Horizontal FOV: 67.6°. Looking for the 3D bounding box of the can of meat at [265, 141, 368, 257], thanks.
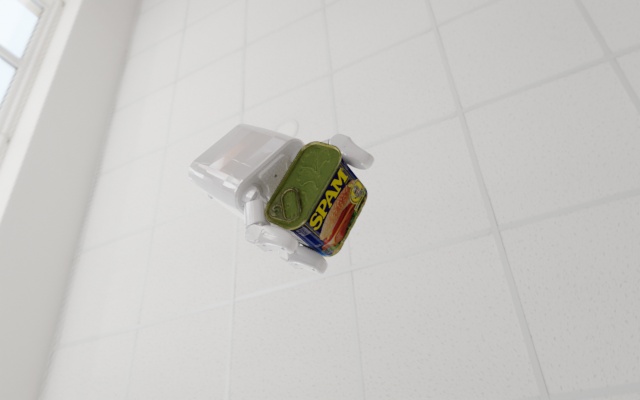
[{"bbox_3d":[0.000,0.002,0.522,0.057,0.102,0.084,20,-17,38],"label":"can of meat"}]
